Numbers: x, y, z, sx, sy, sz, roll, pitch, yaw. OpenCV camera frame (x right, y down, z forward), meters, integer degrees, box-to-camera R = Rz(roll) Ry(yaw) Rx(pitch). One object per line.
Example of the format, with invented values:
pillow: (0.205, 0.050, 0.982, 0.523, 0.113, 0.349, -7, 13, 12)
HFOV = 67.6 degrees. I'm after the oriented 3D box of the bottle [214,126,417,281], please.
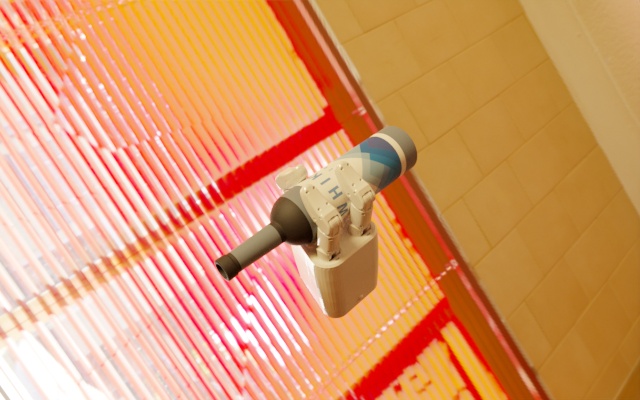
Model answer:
bottle: (0.000, 0.002, 0.580, 0.295, 0.069, 0.069, -35, 18, -29)
